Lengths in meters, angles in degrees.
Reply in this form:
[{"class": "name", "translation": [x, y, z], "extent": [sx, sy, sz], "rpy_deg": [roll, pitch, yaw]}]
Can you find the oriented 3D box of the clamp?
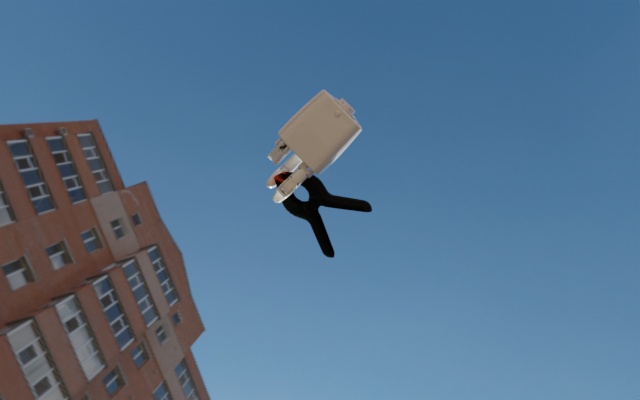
[{"class": "clamp", "translation": [0.000, 0.003, 0.816], "extent": [0.120, 0.171, 0.039], "rpy_deg": [-43, 2, 11]}]
